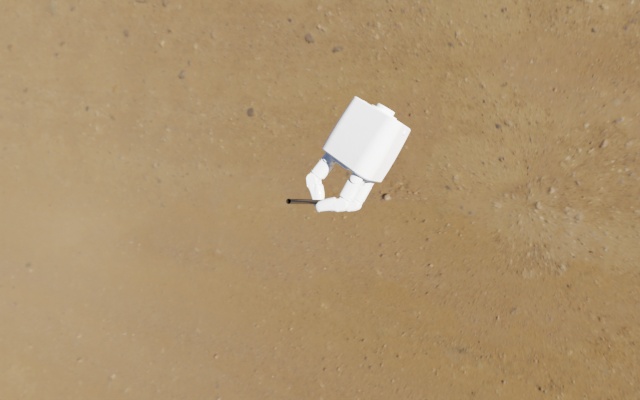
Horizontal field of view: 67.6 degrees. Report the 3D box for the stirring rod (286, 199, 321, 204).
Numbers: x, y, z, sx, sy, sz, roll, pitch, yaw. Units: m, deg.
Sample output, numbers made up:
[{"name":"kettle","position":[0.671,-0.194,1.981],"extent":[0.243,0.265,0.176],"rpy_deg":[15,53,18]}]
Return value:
[{"name":"stirring rod","position":[0.000,0.003,0.818],"extent":[0.011,0.011,0.239],"rpy_deg":[0,-1,23]}]
